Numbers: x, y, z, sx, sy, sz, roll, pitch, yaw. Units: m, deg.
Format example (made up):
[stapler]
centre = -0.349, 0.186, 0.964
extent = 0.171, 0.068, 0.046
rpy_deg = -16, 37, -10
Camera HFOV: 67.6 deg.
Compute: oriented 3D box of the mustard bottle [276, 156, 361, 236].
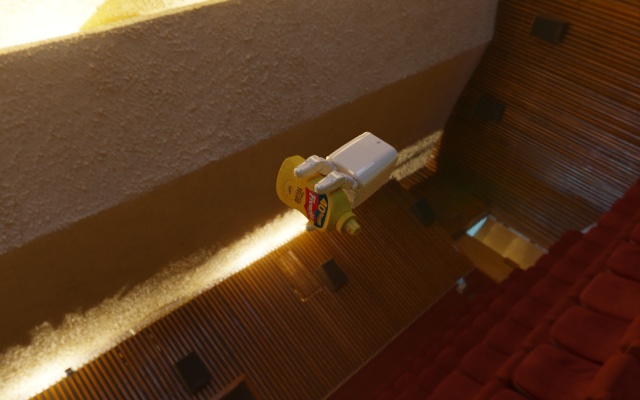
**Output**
[mustard bottle]
centre = 0.000, 0.003, 0.869
extent = 0.058, 0.096, 0.191
rpy_deg = -19, 46, -42
